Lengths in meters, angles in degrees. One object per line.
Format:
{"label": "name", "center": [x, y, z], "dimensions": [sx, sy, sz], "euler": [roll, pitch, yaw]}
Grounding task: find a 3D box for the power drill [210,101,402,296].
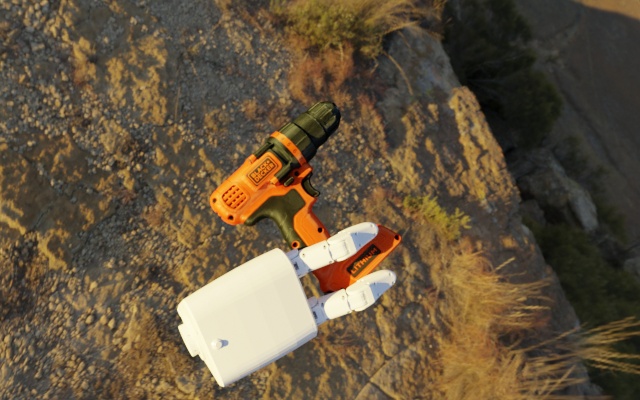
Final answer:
{"label": "power drill", "center": [0.000, 0.002, 0.539], "dimensions": [0.184, 0.187, 0.057], "euler": [-44, -4, -9]}
